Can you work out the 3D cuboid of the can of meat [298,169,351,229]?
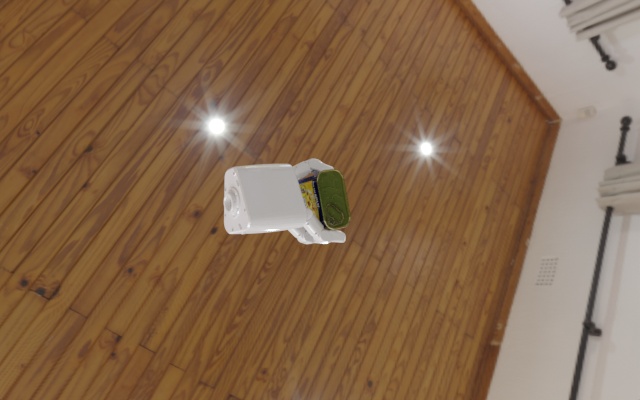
[{"bbox_3d":[0.000,0.003,0.841,0.057,0.102,0.084,-9,-3,-37],"label":"can of meat"}]
